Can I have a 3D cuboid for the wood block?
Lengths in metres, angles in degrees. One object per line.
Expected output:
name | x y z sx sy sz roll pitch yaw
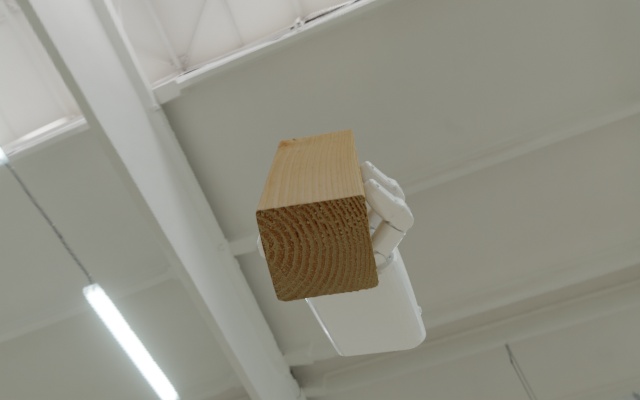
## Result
wood block | 0.000 0.002 0.486 0.091 0.090 0.206 -10 22 5
